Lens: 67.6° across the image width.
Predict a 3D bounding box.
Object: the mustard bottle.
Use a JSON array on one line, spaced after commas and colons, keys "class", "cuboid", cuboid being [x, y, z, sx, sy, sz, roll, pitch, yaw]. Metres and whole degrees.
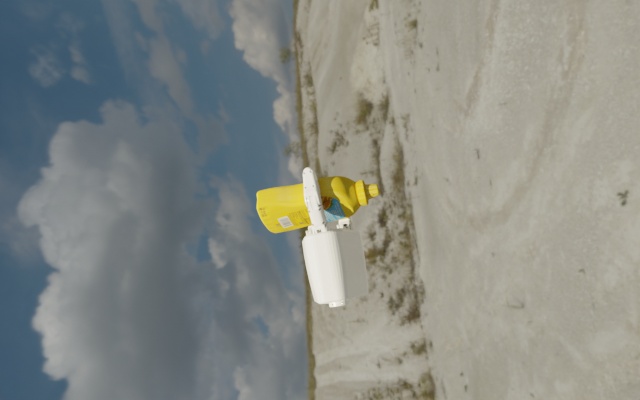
[{"class": "mustard bottle", "cuboid": [0.000, 0.002, 0.775, 0.191, 0.058, 0.096, -11, -34, 11]}]
